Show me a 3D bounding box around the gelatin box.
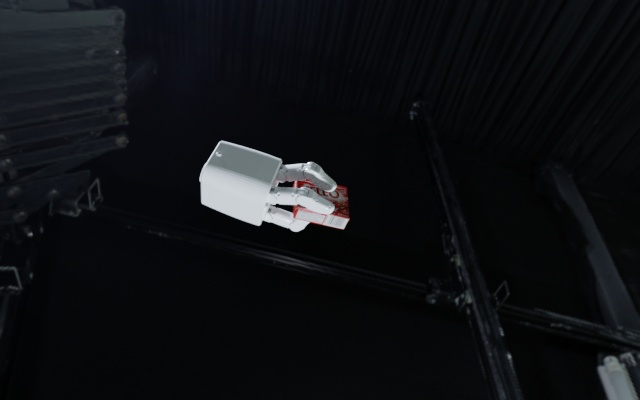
[{"bbox_3d":[0.000,0.003,0.773,0.089,0.073,0.030,13,-47,-15],"label":"gelatin box"}]
